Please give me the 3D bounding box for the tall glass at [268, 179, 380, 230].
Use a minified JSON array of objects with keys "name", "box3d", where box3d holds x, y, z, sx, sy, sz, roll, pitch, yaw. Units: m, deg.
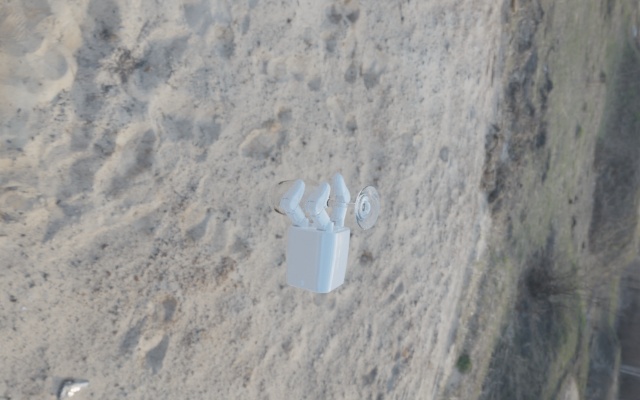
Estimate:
[{"name":"tall glass","box3d":[0.001,0.003,0.852,0.201,0.079,0.079,7,4,37]}]
